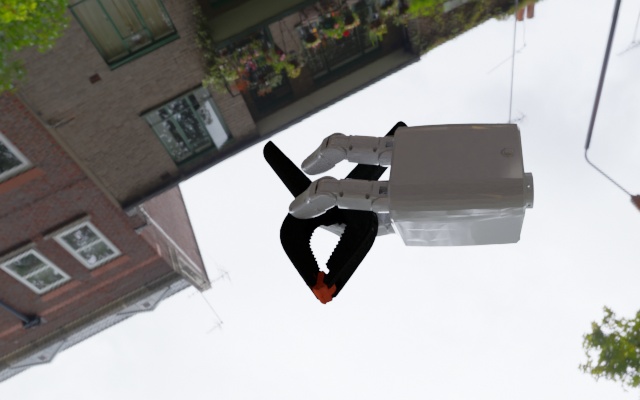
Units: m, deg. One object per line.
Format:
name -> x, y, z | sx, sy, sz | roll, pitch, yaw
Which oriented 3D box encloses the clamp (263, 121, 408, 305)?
clamp -> 0.000, 0.002, 0.475 | 0.164, 0.209, 0.036 | -2, -40, 19
